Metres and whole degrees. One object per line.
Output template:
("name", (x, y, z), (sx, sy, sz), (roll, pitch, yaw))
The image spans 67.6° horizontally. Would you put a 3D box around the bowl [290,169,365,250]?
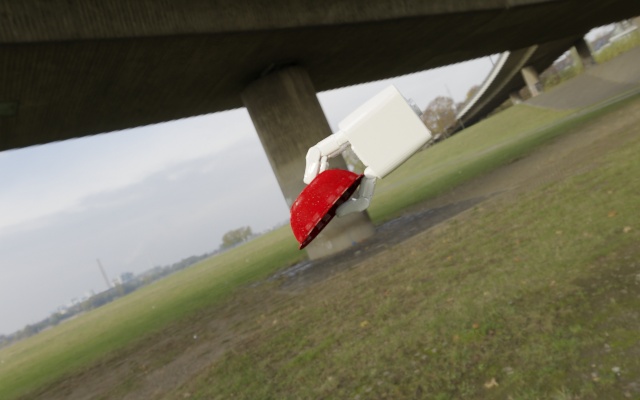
("bowl", (-0.001, 0.003, 0.775), (0.055, 0.162, 0.162), (40, 6, 7))
